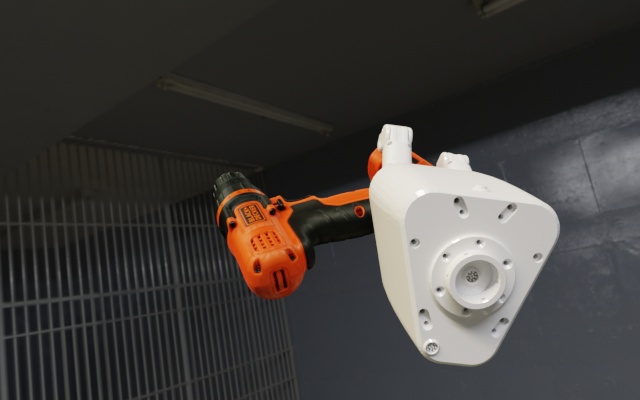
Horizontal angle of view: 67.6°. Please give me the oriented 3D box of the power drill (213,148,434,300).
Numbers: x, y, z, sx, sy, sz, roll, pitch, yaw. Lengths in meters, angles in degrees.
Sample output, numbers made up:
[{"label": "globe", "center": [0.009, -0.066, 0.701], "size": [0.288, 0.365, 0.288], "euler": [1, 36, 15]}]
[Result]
[{"label": "power drill", "center": [0.001, 0.001, 0.437], "size": [0.187, 0.057, 0.184], "euler": [-19, 32, -13]}]
